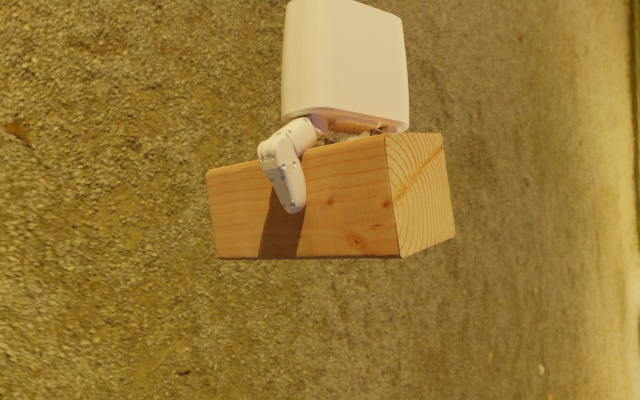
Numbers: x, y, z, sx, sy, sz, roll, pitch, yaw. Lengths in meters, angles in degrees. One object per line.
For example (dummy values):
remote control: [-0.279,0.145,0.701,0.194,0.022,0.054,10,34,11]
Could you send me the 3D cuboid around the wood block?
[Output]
wood block: [0.000,0.001,0.428,0.206,0.090,0.091,-7,2,41]
